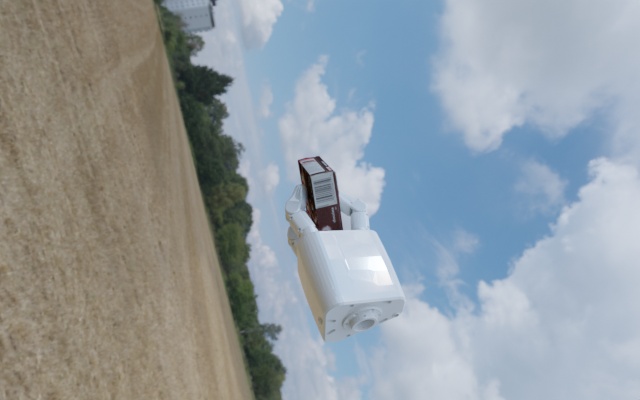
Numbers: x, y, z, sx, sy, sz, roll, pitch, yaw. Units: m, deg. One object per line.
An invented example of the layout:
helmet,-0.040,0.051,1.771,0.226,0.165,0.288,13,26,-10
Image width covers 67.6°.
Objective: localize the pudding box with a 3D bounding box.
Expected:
pudding box,0.000,0.002,0.676,0.039,0.113,0.090,-11,20,-11
